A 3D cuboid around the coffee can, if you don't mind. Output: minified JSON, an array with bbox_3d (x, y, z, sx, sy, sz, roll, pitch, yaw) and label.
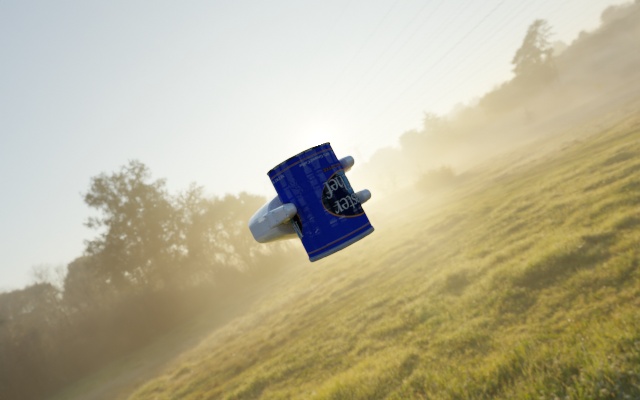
[{"bbox_3d":[0.000,0.002,0.676,0.103,0.140,0.103,-27,-2,-1],"label":"coffee can"}]
